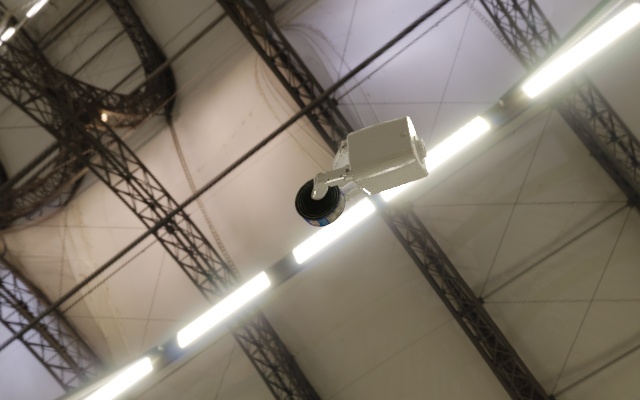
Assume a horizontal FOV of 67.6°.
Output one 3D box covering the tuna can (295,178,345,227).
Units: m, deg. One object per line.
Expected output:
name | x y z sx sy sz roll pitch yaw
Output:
tuna can | 0.000 0.003 0.844 0.086 0.086 0.034 0 -27 26
